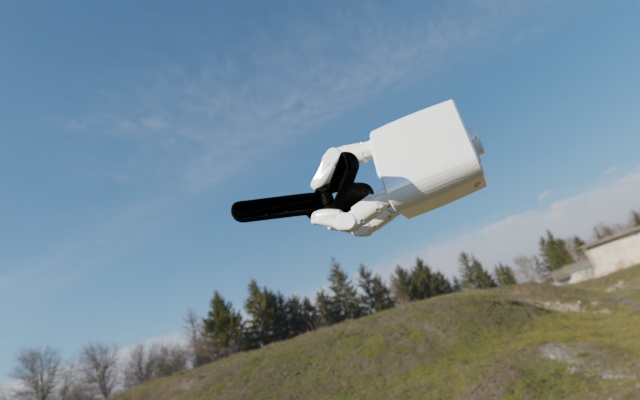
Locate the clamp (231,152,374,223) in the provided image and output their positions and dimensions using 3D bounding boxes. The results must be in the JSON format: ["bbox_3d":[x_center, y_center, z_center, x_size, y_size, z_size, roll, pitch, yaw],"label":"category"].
[{"bbox_3d":[0.000,0.001,0.602,0.164,0.036,0.210,-20,-17,18],"label":"clamp"}]
